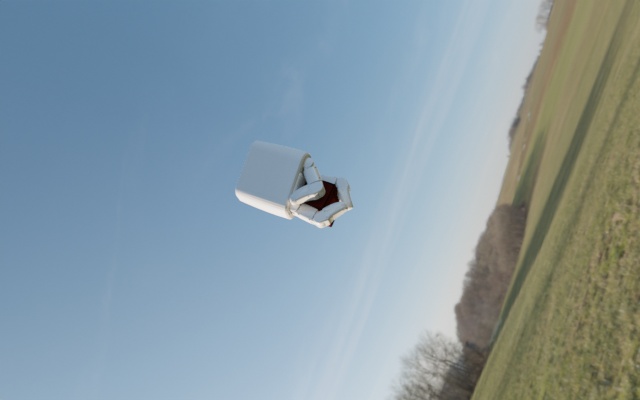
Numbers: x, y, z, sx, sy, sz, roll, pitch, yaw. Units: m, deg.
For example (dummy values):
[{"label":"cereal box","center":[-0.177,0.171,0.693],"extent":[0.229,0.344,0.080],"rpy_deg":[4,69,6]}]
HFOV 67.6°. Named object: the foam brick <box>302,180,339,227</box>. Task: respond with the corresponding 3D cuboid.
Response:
[{"label":"foam brick","center":[0.000,0.003,0.839],"extent":[0.051,0.053,0.078],"rpy_deg":[17,-22,20]}]
